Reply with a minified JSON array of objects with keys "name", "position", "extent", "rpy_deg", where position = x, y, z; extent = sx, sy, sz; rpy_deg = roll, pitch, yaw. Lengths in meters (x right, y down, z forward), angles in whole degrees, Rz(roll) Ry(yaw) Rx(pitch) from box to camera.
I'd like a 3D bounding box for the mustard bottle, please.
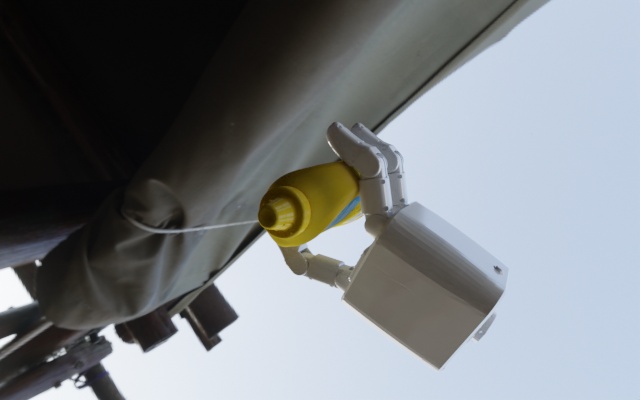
[{"name":"mustard bottle","position":[0.000,0.001,0.435],"extent":[0.096,0.058,0.191],"rpy_deg":[-35,-7,24]}]
